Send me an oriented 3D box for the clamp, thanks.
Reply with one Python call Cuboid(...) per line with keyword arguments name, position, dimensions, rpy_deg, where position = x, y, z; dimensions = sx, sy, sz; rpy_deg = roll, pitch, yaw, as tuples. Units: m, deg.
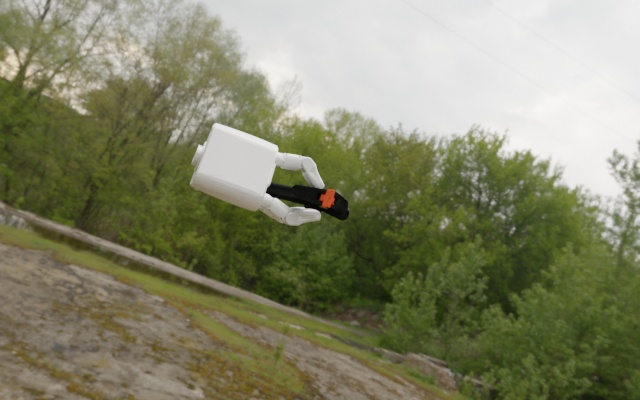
Cuboid(name="clamp", position=(0.000, 0.002, 0.789), dimensions=(0.164, 0.036, 0.210), rpy_deg=(18, -5, -17))
